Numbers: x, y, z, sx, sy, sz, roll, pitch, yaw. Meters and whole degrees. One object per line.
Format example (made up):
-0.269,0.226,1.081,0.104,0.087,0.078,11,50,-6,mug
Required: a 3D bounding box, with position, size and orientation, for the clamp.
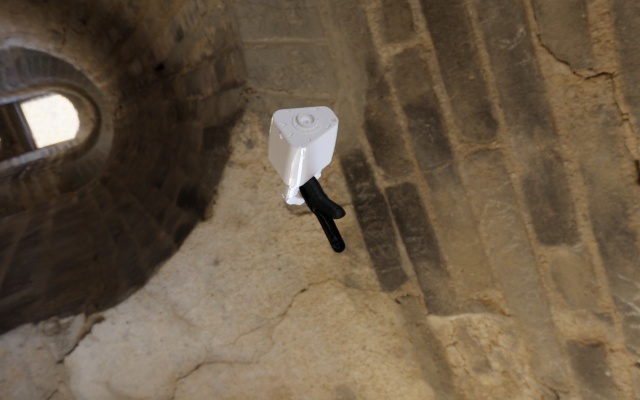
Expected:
0.001,0.003,0.866,0.039,0.171,0.120,-23,-27,-22,clamp
